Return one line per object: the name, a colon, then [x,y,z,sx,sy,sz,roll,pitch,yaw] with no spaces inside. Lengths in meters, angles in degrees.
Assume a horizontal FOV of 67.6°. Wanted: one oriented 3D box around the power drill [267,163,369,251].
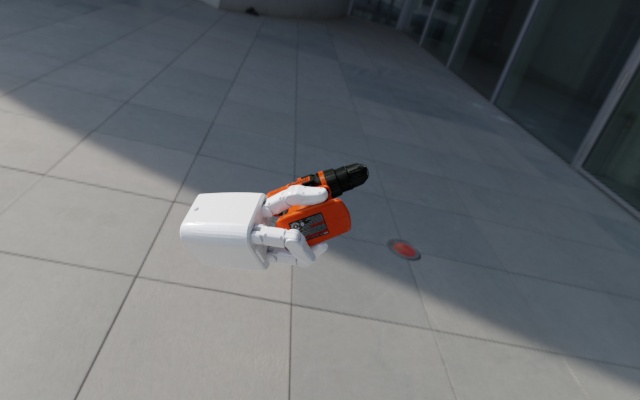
power drill: [0.000,0.003,0.756,0.184,0.057,0.187,-22,18,3]
